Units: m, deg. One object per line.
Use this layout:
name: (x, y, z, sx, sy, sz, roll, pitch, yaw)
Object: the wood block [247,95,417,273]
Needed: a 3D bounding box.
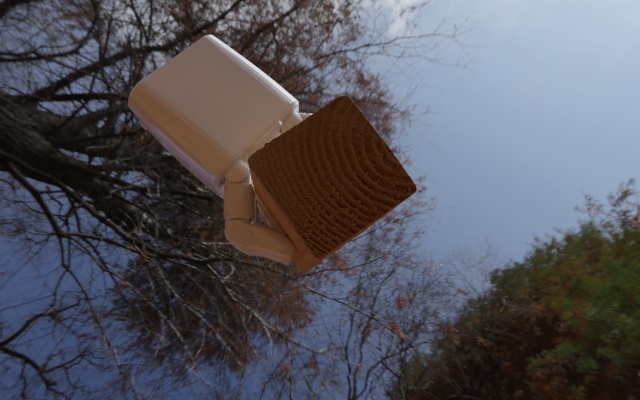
wood block: (0.000, 0.001, 0.433, 0.091, 0.090, 0.206, -35, -6, -10)
